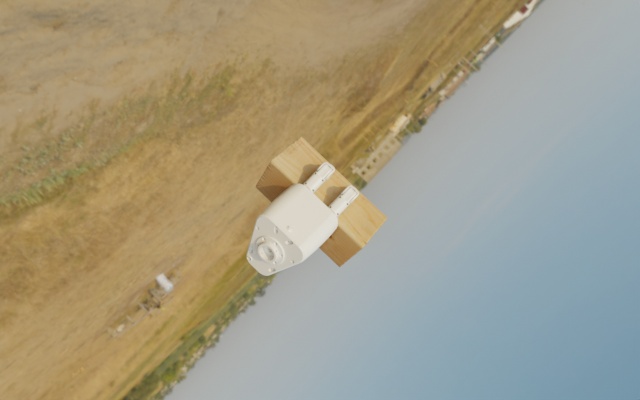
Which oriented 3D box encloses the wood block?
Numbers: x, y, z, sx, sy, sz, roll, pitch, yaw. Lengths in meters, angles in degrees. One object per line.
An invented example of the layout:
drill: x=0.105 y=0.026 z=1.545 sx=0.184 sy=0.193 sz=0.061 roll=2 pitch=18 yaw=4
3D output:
wood block: x=0.000 y=0.003 z=0.833 sx=0.090 sy=0.206 sz=0.091 roll=-45 pitch=-3 yaw=-39
